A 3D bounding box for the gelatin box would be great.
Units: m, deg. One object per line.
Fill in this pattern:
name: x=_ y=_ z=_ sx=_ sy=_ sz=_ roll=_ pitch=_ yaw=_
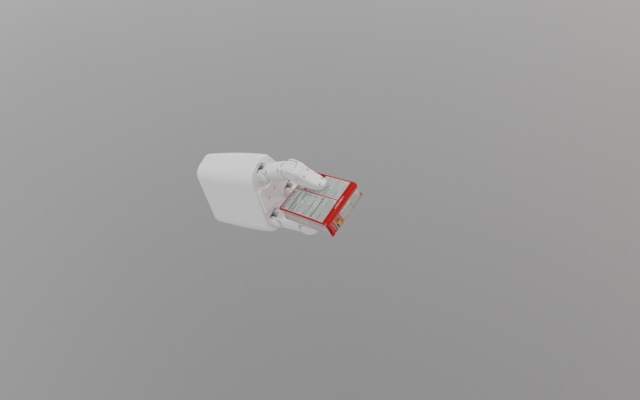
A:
gelatin box: x=0.000 y=0.002 z=0.643 sx=0.089 sy=0.073 sz=0.030 roll=17 pitch=-29 yaw=40
